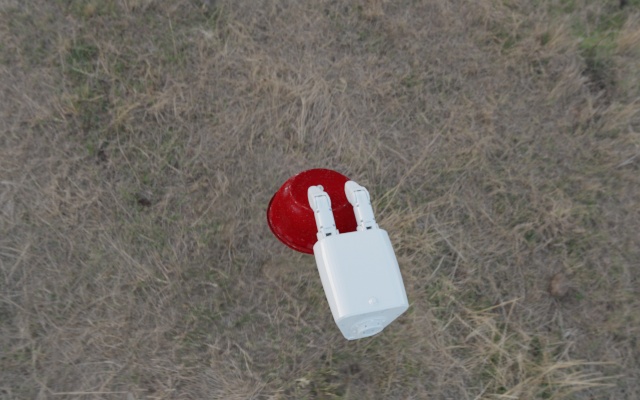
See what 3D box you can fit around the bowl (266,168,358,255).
[{"bbox_3d":[-0.001,0.001,0.709,0.162,0.162,0.055,2,-45,-2],"label":"bowl"}]
